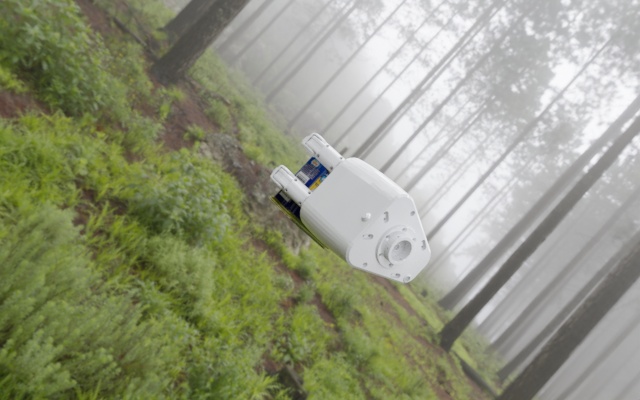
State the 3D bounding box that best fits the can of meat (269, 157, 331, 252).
[{"bbox_3d":[0.000,0.002,0.614,0.102,0.084,0.057,44,-1,-32],"label":"can of meat"}]
